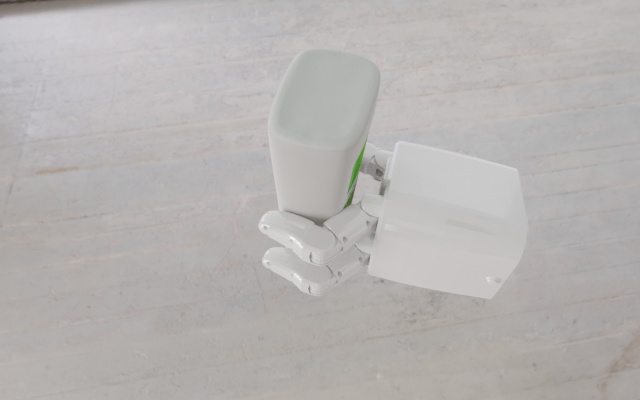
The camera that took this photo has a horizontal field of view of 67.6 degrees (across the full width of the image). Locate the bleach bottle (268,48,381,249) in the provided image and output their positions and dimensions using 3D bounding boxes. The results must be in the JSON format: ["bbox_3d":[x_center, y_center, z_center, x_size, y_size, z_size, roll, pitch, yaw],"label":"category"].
[{"bbox_3d":[0.000,0.001,0.421,0.068,0.102,0.251,13,-35,8],"label":"bleach bottle"}]
